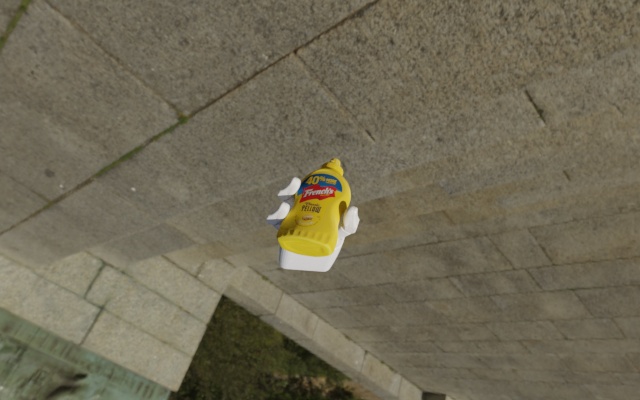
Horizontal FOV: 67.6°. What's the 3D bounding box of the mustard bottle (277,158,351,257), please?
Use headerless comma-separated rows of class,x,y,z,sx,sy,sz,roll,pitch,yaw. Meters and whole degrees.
mustard bottle,0.000,0.003,0.820,0.096,0.191,0.058,5,-37,22
